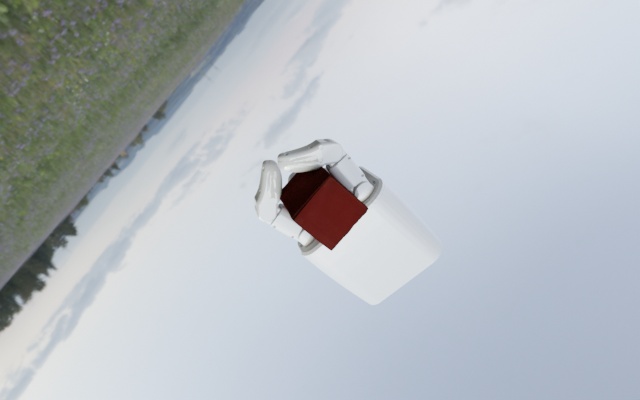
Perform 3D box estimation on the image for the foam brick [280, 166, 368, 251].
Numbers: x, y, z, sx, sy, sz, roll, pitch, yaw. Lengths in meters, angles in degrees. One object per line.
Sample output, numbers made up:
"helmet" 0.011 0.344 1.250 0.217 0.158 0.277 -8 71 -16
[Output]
"foam brick" 0.000 0.002 0.451 0.051 0.053 0.078 41 3 -22
